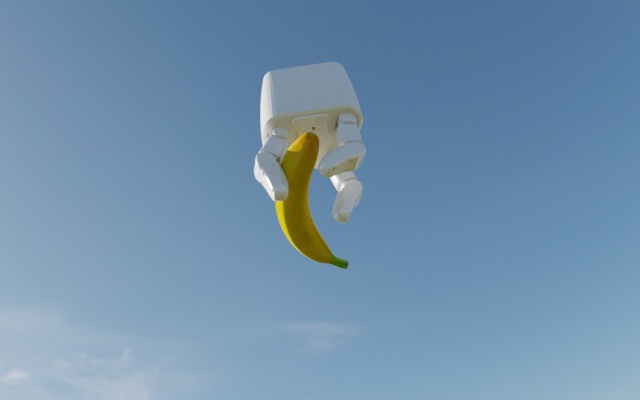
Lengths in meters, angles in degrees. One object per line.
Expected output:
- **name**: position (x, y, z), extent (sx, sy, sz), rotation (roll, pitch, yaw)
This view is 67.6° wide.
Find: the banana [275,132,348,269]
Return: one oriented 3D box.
- **banana**: position (-0.018, 0.007, 0.539), extent (0.069, 0.198, 0.037), rotation (-8, 41, 8)
